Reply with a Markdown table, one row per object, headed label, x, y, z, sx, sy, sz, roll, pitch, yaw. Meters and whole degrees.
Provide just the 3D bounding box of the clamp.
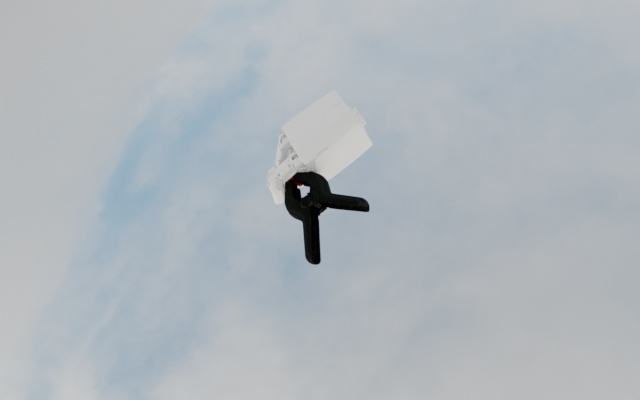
| label | x | y | z | sx | sy | sz | roll | pitch | yaw |
| --- | --- | --- | --- | --- | --- | --- | --- | --- | --- |
| clamp | 0.000 | 0.003 | 0.725 | 0.120 | 0.171 | 0.039 | -37 | -40 | 8 |
